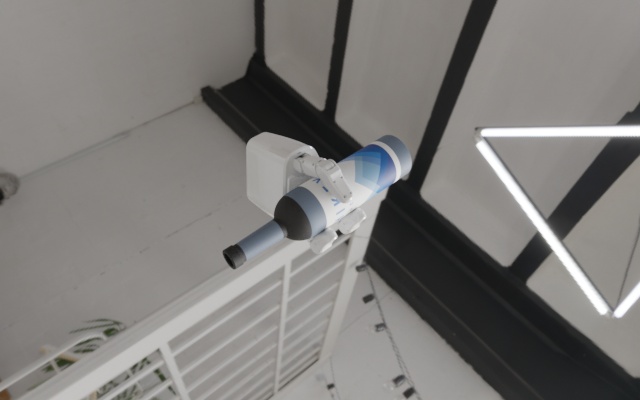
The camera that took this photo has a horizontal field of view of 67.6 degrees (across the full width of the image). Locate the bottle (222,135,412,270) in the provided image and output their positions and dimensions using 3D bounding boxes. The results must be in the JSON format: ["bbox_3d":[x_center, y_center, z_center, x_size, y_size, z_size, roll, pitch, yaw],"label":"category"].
[{"bbox_3d":[0.000,0.002,0.639,0.295,0.069,0.069,-32,16,-28],"label":"bottle"}]
